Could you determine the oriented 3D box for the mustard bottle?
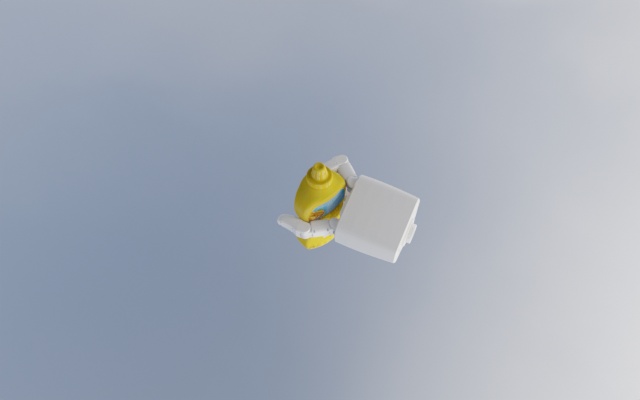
[{"bbox_3d":[0.000,0.003,0.799,0.096,0.058,0.192,-35,-28,-20],"label":"mustard bottle"}]
